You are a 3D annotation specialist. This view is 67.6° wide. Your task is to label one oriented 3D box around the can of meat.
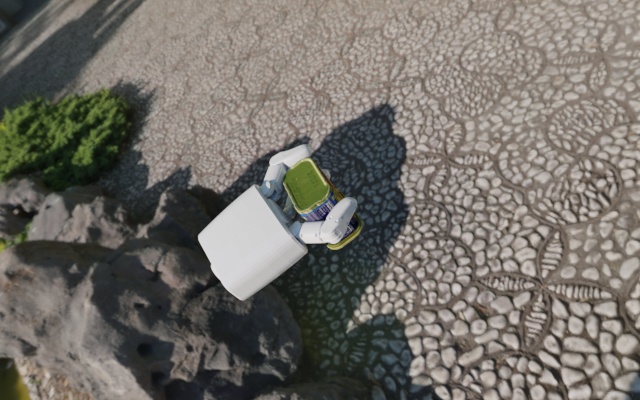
[{"bbox_3d":[0.000,0.002,0.633,0.084,0.057,0.102,49,6,-39],"label":"can of meat"}]
